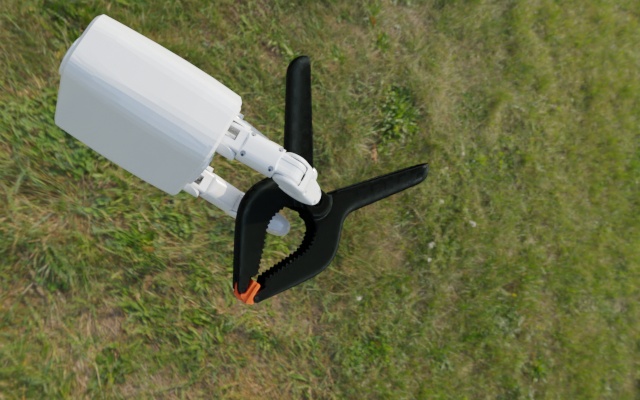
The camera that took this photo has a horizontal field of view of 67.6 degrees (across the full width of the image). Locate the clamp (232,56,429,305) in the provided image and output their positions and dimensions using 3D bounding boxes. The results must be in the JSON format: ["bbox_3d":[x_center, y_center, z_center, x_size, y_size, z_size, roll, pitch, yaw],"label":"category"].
[{"bbox_3d":[0.000,0.002,0.416,0.164,0.210,0.036,31,-14,-17],"label":"clamp"}]
